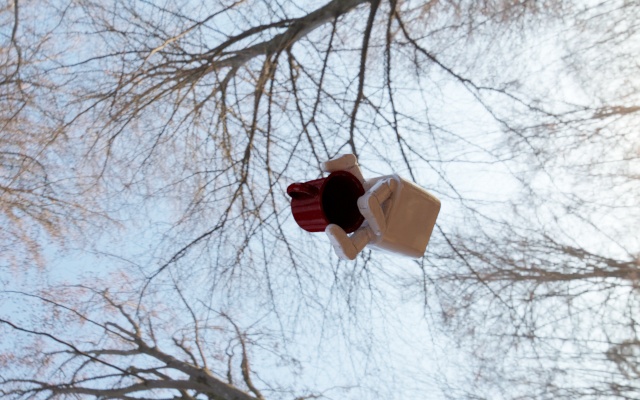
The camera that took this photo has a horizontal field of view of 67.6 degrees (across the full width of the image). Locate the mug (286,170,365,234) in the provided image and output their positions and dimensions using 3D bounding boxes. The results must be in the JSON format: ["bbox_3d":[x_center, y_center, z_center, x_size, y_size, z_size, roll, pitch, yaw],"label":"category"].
[{"bbox_3d":[-0.001,0.002,0.708,0.117,0.093,0.081,23,-20,-35],"label":"mug"}]
